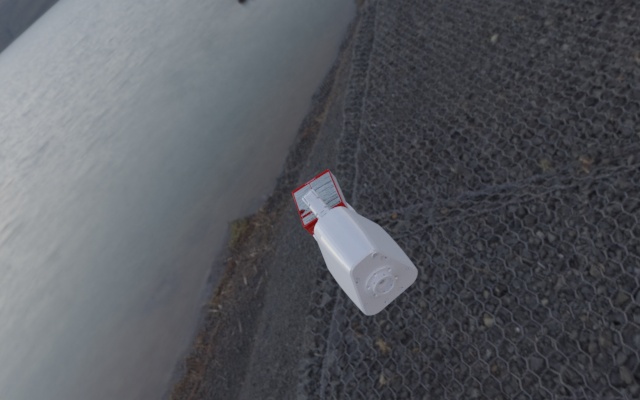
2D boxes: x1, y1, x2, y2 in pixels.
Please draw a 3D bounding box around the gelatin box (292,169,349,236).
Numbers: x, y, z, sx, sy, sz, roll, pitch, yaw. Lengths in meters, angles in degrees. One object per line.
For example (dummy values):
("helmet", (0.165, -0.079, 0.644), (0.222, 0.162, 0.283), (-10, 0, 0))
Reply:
("gelatin box", (0.000, 0.002, 0.759), (0.073, 0.089, 0.030), (-32, -47, 10))
